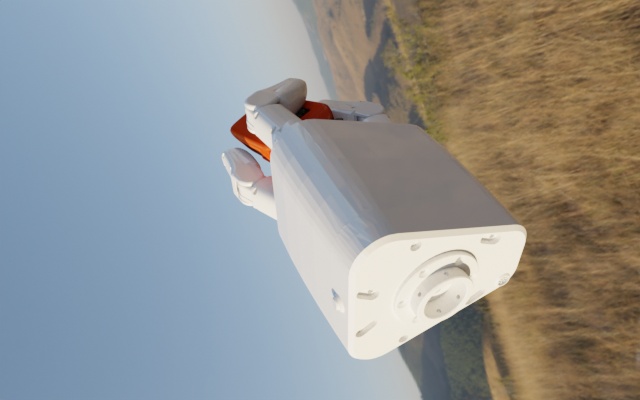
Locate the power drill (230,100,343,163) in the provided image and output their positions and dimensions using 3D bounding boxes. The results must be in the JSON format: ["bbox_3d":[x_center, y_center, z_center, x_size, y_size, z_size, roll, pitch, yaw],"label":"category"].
[{"bbox_3d":[0.000,0.001,0.419,0.057,0.188,0.184,-42,30,-15],"label":"power drill"}]
